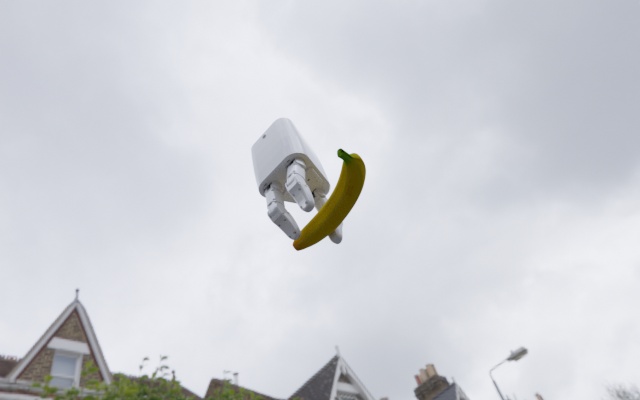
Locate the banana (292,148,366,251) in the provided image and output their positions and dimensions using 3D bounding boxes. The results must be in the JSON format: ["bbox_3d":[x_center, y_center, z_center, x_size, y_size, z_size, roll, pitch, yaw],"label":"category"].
[{"bbox_3d":[0.018,0.001,0.674,0.069,0.198,0.037,3,43,-25],"label":"banana"}]
